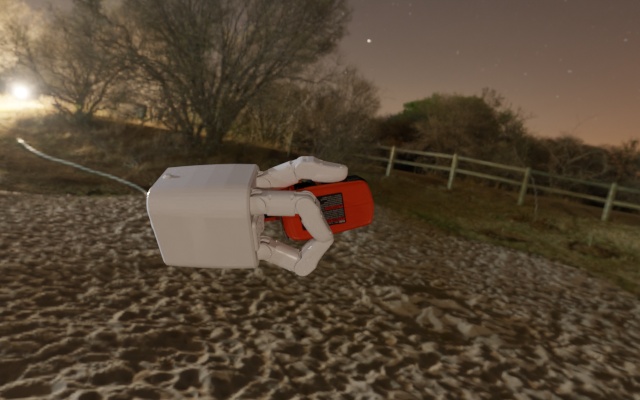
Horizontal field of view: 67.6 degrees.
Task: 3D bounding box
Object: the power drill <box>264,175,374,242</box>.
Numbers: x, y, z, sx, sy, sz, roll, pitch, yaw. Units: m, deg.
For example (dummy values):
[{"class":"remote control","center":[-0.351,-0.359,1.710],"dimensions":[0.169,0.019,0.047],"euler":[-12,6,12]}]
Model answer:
[{"class":"power drill","center":[0.000,0.002,0.614],"dimensions":[0.184,0.057,0.187],"euler":[-13,6,-14]}]
